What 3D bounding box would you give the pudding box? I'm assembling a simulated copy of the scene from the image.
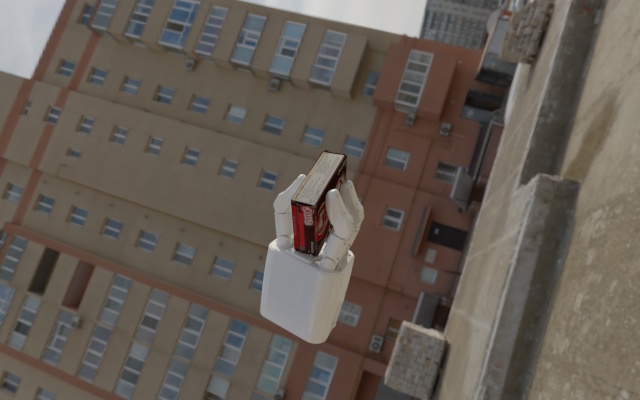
[{"bbox_3d":[0.000,0.002,0.624,0.039,0.090,0.113,14,45,14],"label":"pudding box"}]
